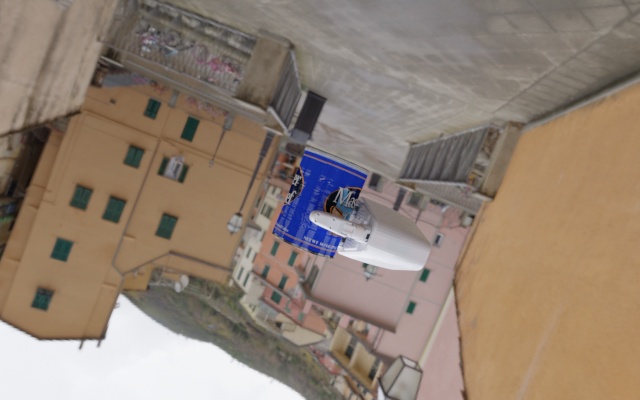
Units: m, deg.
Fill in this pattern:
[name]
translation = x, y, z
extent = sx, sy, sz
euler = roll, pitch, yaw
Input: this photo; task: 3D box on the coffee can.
[coffee can]
translation = 0.000, 0.002, 0.715
extent = 0.103, 0.140, 0.103
euler = 22, 2, -1
